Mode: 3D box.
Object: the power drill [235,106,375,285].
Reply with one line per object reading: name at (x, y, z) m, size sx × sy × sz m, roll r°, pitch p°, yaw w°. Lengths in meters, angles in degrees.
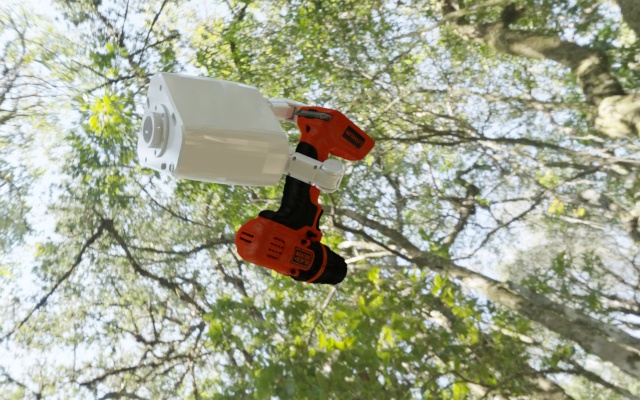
power drill at (0.000, 0.001, 0.548) m, size 0.057 × 0.187 × 0.184 m, roll 14°, pitch -9°, yaw 35°
